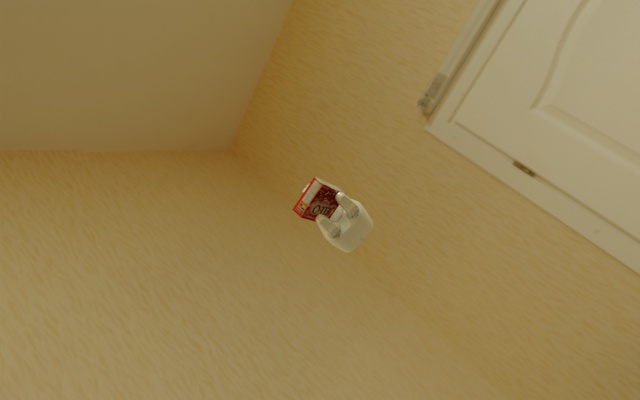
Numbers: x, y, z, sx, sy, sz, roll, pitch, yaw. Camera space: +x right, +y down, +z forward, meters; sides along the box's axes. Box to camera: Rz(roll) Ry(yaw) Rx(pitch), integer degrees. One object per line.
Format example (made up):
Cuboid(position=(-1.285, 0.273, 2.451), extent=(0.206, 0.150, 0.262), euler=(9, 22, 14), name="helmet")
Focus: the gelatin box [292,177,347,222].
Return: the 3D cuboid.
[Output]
Cuboid(position=(0.000, 0.003, 0.881), extent=(0.030, 0.073, 0.089), euler=(41, 11, 32), name="gelatin box")
